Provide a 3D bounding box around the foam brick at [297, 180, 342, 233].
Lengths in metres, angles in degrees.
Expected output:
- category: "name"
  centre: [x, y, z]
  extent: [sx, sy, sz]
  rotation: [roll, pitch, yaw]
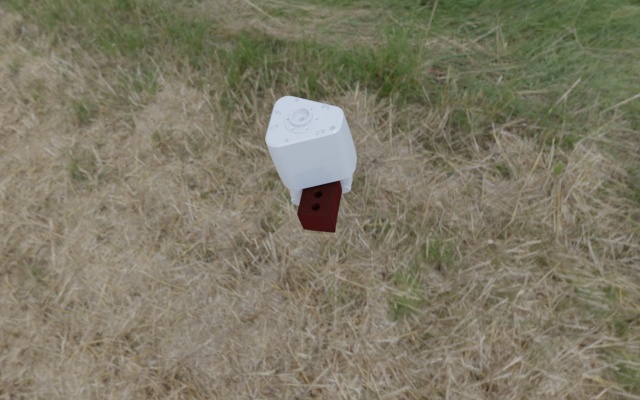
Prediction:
- category: "foam brick"
  centre: [0.000, 0.003, 0.733]
  extent: [0.053, 0.078, 0.051]
  rotation: [3, -30, 13]
